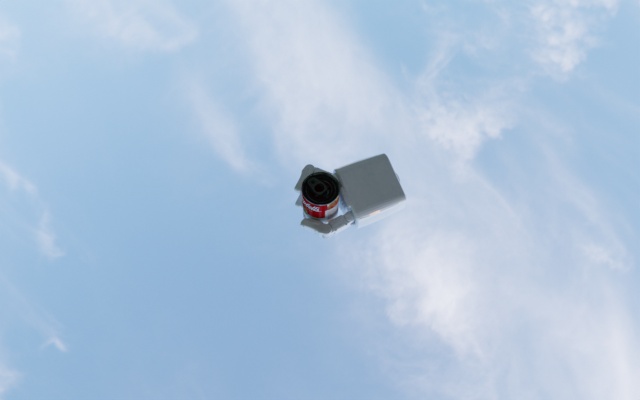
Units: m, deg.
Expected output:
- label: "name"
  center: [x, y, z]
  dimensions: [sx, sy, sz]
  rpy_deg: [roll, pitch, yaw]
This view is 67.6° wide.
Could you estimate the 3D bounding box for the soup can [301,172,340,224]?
- label: "soup can"
  center: [0.000, 0.003, 0.874]
  dimensions: [0.068, 0.068, 0.102]
  rpy_deg: [0, -29, -1]
